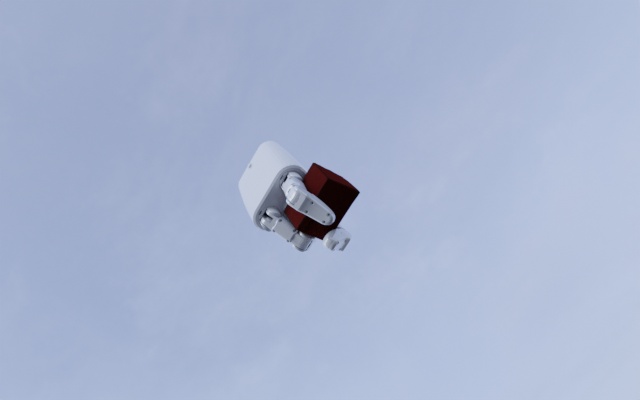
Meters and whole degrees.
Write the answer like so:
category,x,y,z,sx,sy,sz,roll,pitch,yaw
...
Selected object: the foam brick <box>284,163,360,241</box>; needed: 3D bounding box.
category,x,y,z,sx,sy,sz,roll,pitch,yaw
foam brick,0.000,0.002,0.596,0.053,0.078,0.051,24,15,-32
